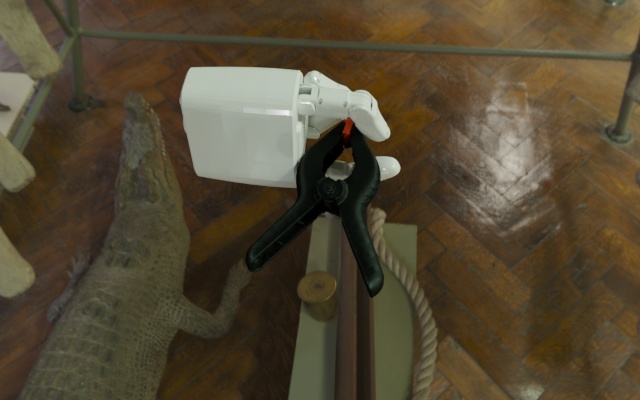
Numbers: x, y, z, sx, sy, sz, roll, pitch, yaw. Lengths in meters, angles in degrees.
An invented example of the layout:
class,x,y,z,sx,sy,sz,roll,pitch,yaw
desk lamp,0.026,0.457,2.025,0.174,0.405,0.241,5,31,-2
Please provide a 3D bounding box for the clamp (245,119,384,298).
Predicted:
class,x,y,z,sx,sy,sz,roll,pitch,yaw
clamp,0.000,0.001,0.436,0.120,0.171,0.039,5,-30,3
